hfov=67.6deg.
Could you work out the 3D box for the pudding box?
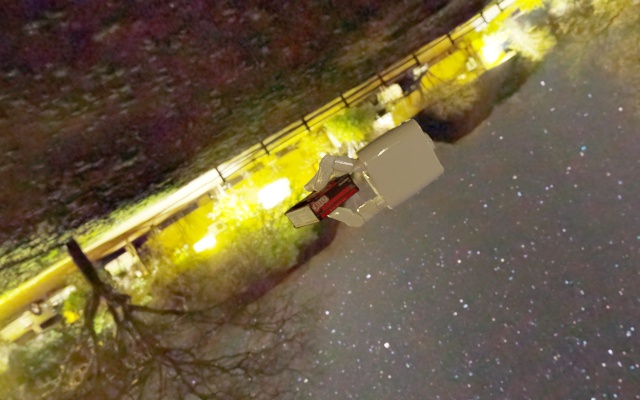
[{"bbox_3d":[0.000,0.003,0.781,0.090,0.039,0.113,-37,5,-25],"label":"pudding box"}]
